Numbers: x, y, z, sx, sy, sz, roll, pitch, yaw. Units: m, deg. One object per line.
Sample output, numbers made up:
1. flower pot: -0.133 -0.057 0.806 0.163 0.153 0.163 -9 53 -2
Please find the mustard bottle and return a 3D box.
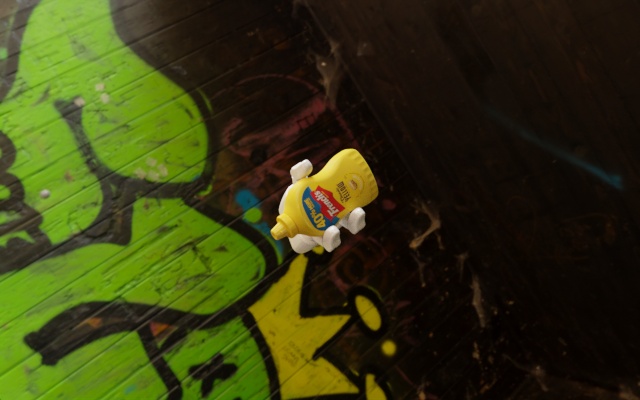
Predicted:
1. mustard bottle: 0.000 0.002 0.774 0.191 0.096 0.058 -35 20 -21
